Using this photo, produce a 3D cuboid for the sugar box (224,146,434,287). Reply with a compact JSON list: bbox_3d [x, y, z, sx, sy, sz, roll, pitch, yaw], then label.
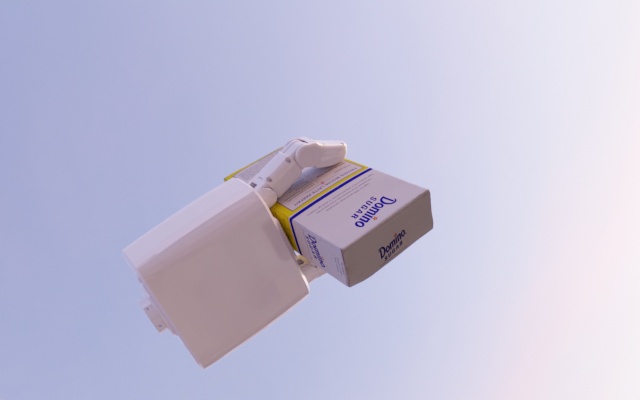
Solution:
[{"bbox_3d":[0.000,0.002,0.416,0.093,0.048,0.176,-32,38,-25],"label":"sugar box"}]
